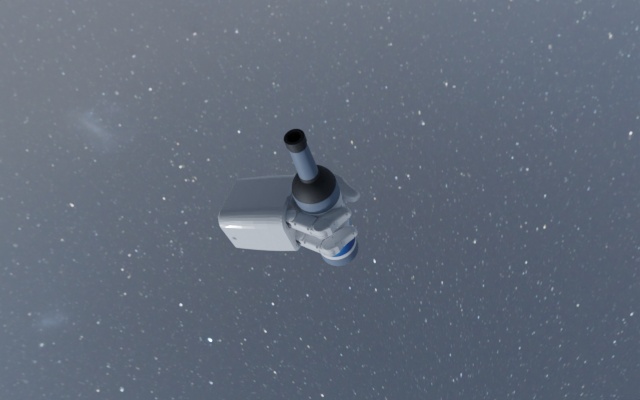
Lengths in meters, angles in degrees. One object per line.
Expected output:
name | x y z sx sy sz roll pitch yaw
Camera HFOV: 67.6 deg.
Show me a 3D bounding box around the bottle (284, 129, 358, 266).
bottle | 0.000 0.002 0.711 0.069 0.069 0.296 0 -34 16
